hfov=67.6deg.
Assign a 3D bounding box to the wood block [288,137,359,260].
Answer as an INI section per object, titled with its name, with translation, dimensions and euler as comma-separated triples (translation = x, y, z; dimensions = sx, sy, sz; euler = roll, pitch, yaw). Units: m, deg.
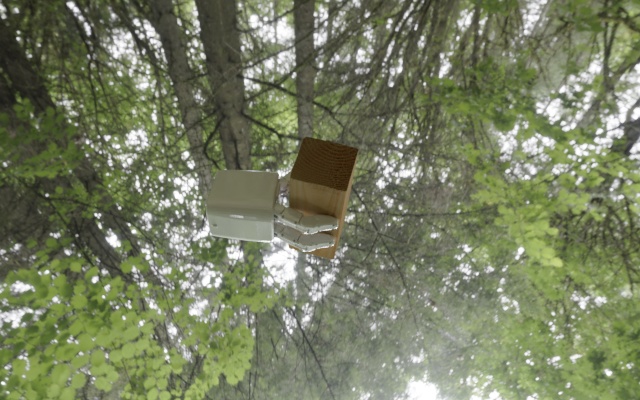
[wood block]
translation = 0.000, 0.002, 0.804
dimensions = 0.090, 0.090, 0.206
euler = 13, -35, 5
